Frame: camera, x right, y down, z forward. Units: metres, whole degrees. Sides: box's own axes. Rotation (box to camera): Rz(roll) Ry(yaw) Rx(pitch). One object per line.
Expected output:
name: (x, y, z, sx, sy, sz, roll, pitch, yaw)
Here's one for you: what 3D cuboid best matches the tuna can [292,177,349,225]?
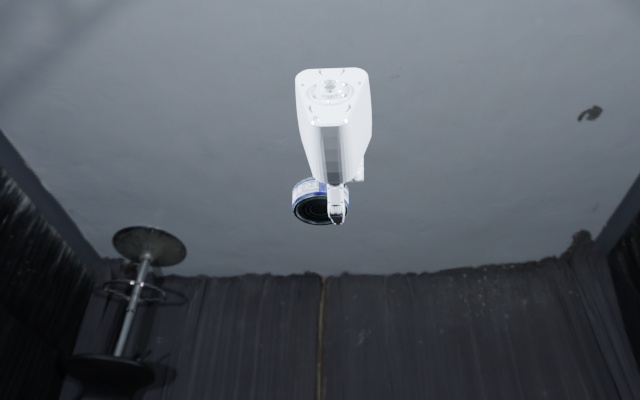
tuna can: (0.000, 0.003, 0.714, 0.086, 0.033, 0.086, 0, -34, 0)
